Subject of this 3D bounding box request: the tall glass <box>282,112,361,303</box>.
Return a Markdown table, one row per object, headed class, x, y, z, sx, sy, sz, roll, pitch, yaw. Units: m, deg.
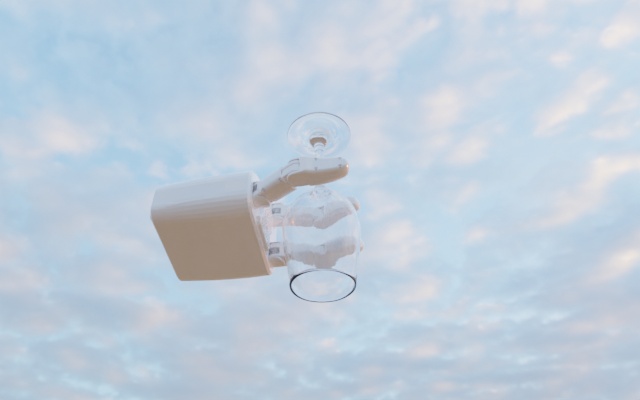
| class | x | y | z | sx | sy | sz | roll | pitch | yaw |
| --- | --- | --- | --- | --- | --- | --- | --- | --- | --- |
| tall glass | 0.000 | 0.001 | 0.496 | 0.079 | 0.200 | 0.079 | -1 | -39 | -1 |
